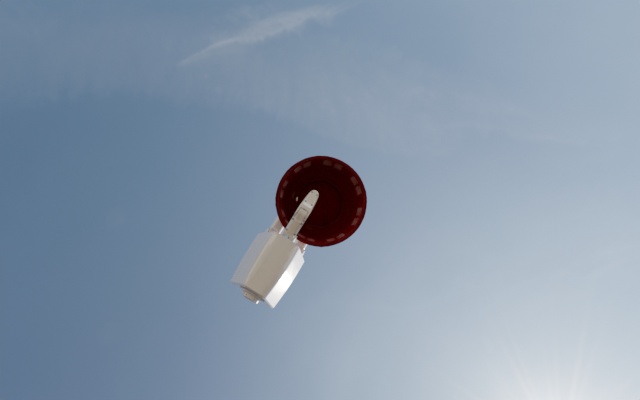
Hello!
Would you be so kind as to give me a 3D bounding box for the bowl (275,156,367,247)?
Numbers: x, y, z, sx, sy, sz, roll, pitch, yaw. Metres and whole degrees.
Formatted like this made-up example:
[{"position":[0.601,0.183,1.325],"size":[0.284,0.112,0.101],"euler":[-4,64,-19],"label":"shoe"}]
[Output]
[{"position":[0.001,0.002,0.864],"size":[0.162,0.162,0.055],"euler":[0,-5,-3],"label":"bowl"}]
